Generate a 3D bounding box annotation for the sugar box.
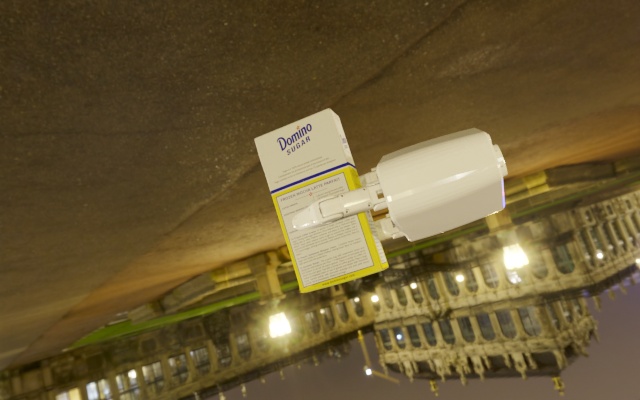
[{"bbox_3d":[0.000,0.002,0.511,0.093,0.176,0.048,-19,-11,14],"label":"sugar box"}]
